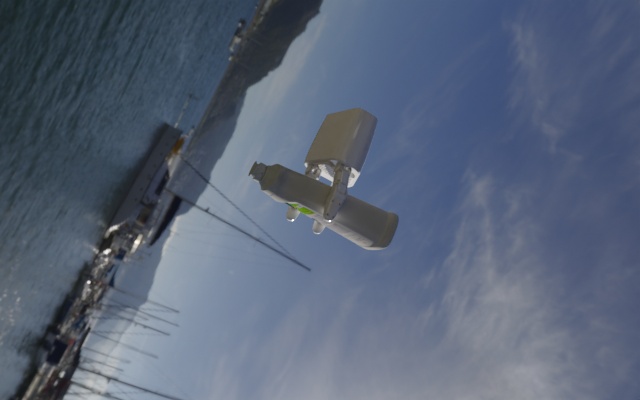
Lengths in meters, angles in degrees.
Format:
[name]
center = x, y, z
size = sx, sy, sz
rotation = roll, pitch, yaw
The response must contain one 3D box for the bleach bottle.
[bleach bottle]
center = 0.000, 0.003, 0.796
size = 0.251, 0.068, 0.102
rotation = 27, -16, -17
